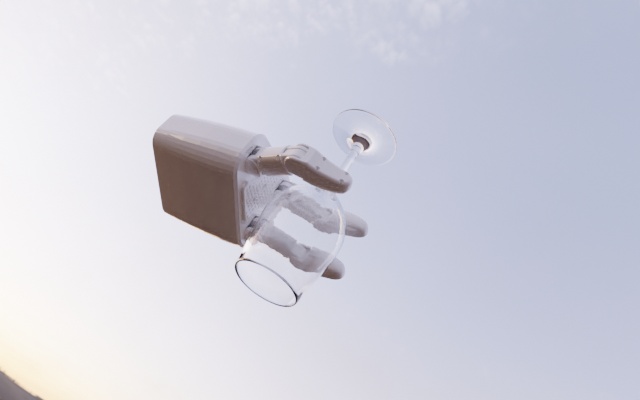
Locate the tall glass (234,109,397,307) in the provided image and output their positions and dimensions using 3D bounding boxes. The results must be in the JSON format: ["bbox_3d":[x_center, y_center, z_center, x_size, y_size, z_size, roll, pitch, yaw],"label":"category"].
[{"bbox_3d":[0.001,0.001,0.451,0.079,0.079,0.201,0,43,39],"label":"tall glass"}]
